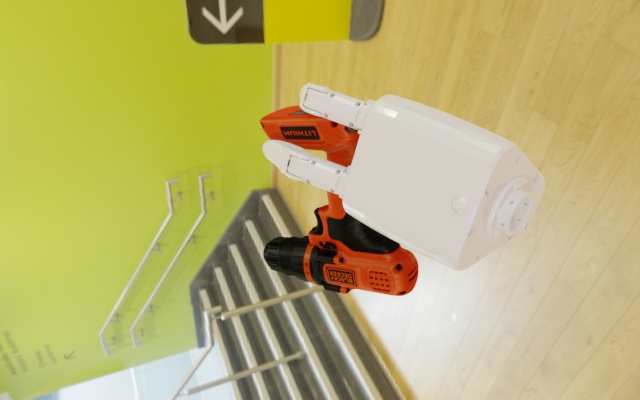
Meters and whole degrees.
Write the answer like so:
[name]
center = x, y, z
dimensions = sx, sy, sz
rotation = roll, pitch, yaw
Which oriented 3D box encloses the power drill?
[power drill]
center = 0.000, 0.001, 0.472
dimensions = 0.184, 0.188, 0.057
rotation = 3, 26, 35
